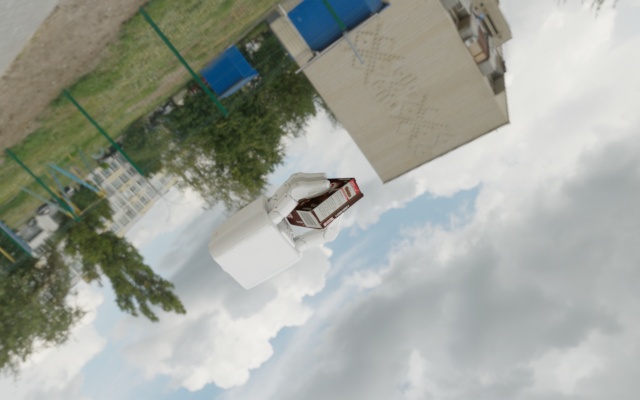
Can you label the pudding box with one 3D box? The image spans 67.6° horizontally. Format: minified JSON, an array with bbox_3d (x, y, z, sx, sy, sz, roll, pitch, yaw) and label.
[{"bbox_3d":[0.000,0.003,0.739,0.090,0.039,0.113,-39,20,-22],"label":"pudding box"}]
